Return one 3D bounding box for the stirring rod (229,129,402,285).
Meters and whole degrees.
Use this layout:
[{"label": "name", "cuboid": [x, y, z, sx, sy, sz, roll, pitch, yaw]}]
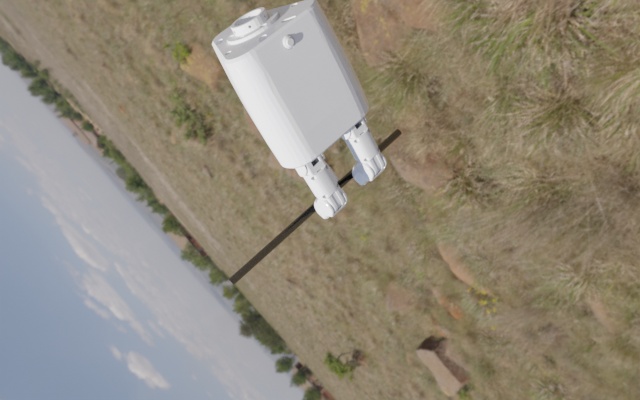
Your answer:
[{"label": "stirring rod", "cuboid": [0.000, 0.001, 0.493, 0.239, 0.011, 0.011, -42, 13, -16]}]
